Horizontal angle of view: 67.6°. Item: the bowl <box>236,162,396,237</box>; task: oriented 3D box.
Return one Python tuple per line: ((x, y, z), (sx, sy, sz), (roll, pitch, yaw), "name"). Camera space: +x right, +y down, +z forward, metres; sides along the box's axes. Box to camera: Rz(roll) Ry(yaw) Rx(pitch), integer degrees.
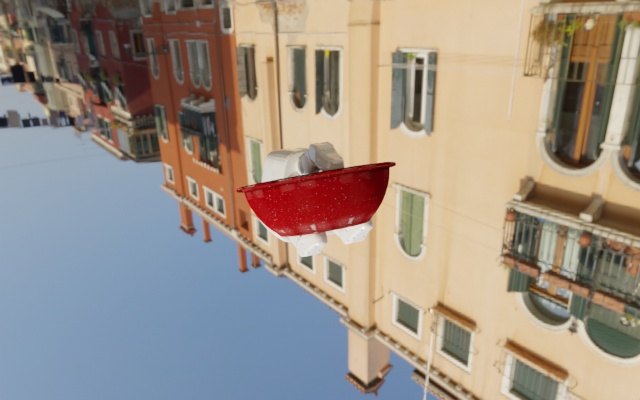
((0.000, 0.002, 0.480), (0.162, 0.055, 0.162), (-10, 0, 0), "bowl")
